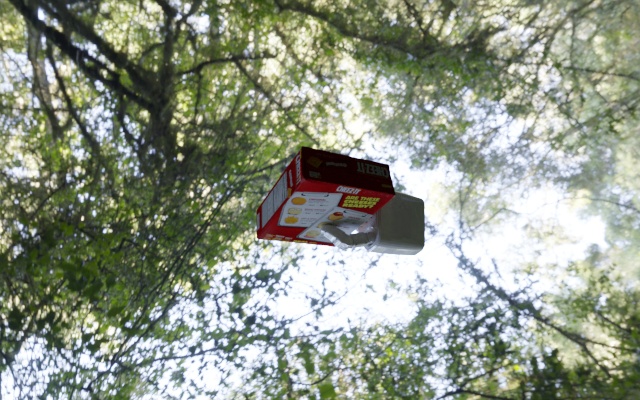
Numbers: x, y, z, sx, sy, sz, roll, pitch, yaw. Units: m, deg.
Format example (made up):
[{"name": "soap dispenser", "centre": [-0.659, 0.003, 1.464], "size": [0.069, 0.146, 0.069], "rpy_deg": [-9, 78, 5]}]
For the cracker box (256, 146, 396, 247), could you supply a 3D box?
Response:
[{"name": "cracker box", "centre": [0.000, 0.003, 0.824], "size": [0.164, 0.072, 0.214], "rpy_deg": [9, -33, -25]}]
